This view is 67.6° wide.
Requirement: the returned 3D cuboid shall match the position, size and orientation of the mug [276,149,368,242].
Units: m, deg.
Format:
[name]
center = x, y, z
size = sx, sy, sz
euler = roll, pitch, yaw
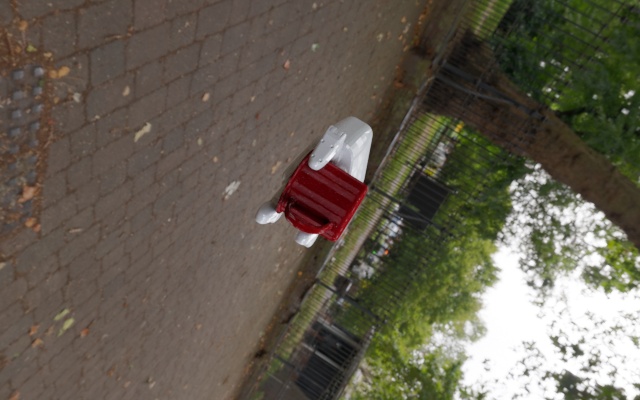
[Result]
[mug]
center = 0.000, 0.003, 0.573
size = 0.081, 0.093, 0.117
euler = 31, 33, 6
